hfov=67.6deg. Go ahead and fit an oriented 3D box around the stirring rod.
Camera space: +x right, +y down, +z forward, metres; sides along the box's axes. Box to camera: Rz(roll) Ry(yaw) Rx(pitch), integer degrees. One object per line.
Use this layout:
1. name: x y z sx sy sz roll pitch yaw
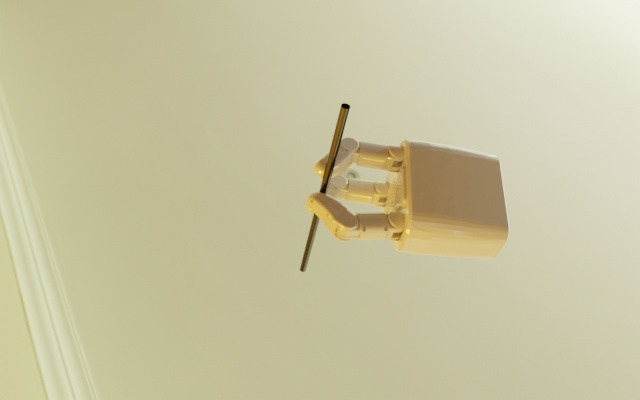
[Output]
1. stirring rod: 0.000 0.002 0.489 0.011 0.011 0.240 0 -42 -14
